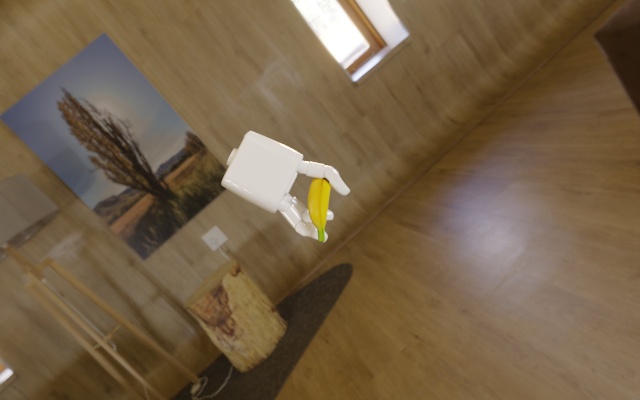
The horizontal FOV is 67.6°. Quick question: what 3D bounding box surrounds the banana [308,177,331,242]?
[{"bbox_3d":[0.000,-0.011,0.860,0.037,0.070,0.197,4,33,4],"label":"banana"}]
